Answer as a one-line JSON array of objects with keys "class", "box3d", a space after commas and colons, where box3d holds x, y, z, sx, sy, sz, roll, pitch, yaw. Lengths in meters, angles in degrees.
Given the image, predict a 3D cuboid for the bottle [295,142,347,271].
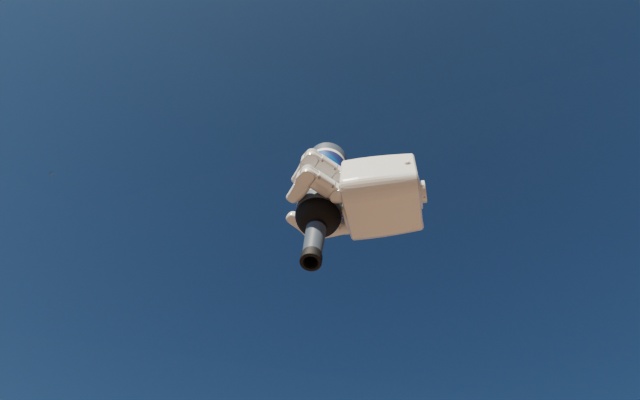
[{"class": "bottle", "box3d": [0.000, 0.002, 0.704, 0.069, 0.069, 0.295, 0, 30, 5]}]
